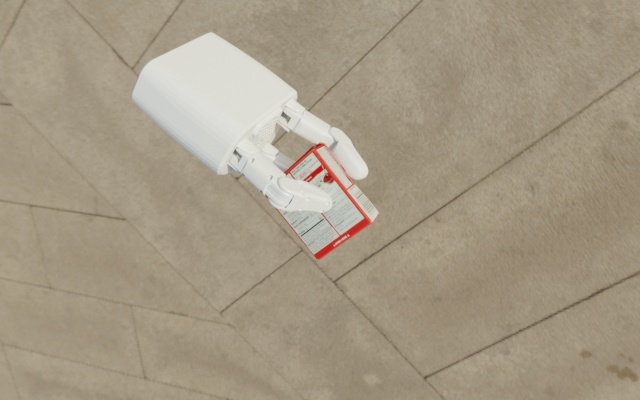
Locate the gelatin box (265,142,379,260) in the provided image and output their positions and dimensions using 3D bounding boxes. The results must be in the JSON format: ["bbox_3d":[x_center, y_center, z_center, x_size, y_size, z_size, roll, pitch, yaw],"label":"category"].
[{"bbox_3d":[0.000,0.002,0.456,0.073,0.089,0.030,-39,0,29],"label":"gelatin box"}]
